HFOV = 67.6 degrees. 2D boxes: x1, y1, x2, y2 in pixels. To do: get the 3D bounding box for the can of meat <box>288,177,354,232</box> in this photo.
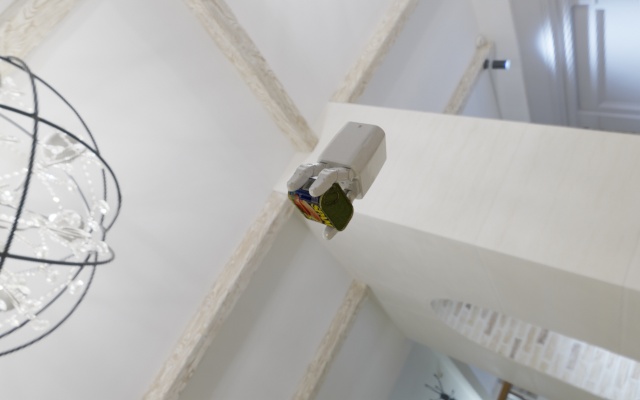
[{"bbox_3d":[0.000,0.003,0.866,0.084,0.057,0.102,16,-26,39],"label":"can of meat"}]
